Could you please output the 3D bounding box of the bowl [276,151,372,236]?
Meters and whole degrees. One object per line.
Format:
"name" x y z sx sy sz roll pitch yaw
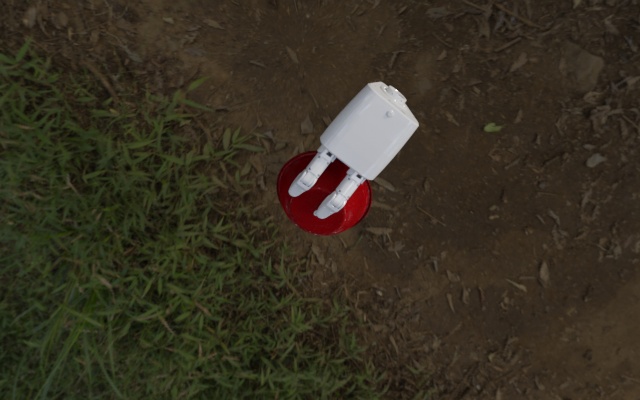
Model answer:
"bowl" 0.000 0.004 0.769 0.162 0.162 0.055 0 35 14
